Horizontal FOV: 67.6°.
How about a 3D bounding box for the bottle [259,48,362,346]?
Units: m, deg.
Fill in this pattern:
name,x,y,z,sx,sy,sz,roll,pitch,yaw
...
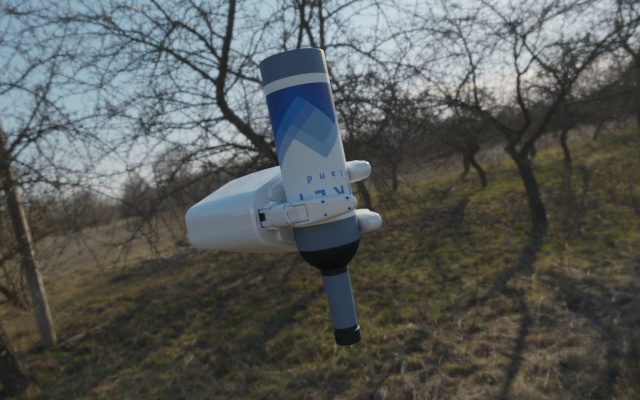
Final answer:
name,x,y,z,sx,sy,sz,roll,pitch,yaw
bottle,0.000,0.001,0.487,0.069,0.296,0.069,-12,3,1
